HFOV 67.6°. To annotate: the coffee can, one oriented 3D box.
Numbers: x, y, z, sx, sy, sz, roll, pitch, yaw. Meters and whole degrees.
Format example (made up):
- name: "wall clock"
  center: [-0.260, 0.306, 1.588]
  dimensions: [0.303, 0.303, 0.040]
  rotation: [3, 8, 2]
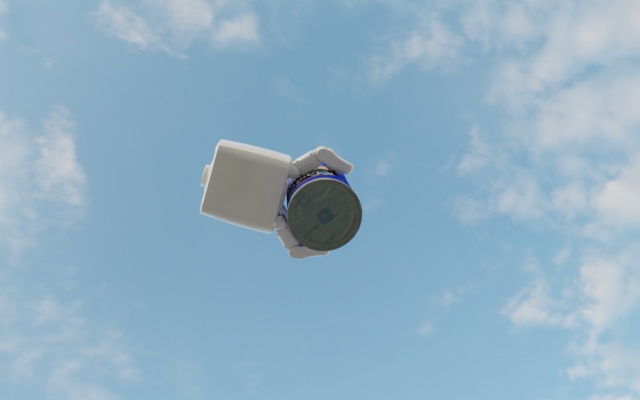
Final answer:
- name: "coffee can"
  center: [0.000, 0.002, 0.709]
  dimensions: [0.103, 0.103, 0.140]
  rotation: [0, 16, -5]
